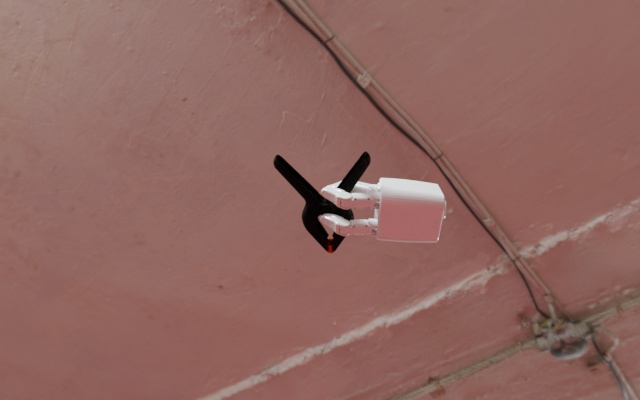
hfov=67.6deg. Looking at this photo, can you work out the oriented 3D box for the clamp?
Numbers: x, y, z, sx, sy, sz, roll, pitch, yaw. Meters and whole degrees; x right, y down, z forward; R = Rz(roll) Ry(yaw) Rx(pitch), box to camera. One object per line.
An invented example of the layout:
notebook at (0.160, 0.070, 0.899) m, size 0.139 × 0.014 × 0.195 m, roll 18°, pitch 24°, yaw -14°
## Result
clamp at (0.000, 0.003, 0.852) m, size 0.164 × 0.210 × 0.036 m, roll 5°, pitch 33°, yaw 6°
